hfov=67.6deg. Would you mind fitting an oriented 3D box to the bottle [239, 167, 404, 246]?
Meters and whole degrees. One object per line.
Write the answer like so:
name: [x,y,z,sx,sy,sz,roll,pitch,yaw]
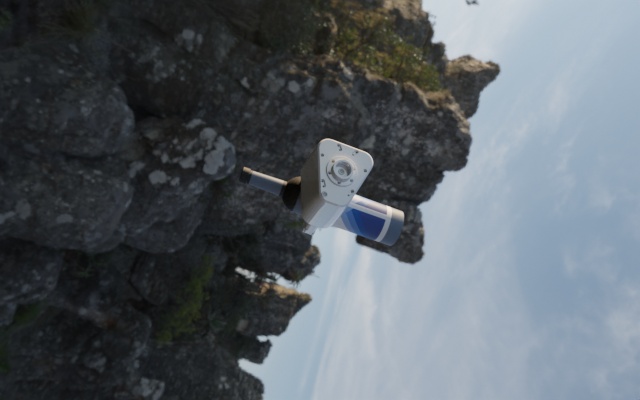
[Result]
bottle: [0.000,0.003,0.847,0.296,0.069,0.069,19,-3,-8]
